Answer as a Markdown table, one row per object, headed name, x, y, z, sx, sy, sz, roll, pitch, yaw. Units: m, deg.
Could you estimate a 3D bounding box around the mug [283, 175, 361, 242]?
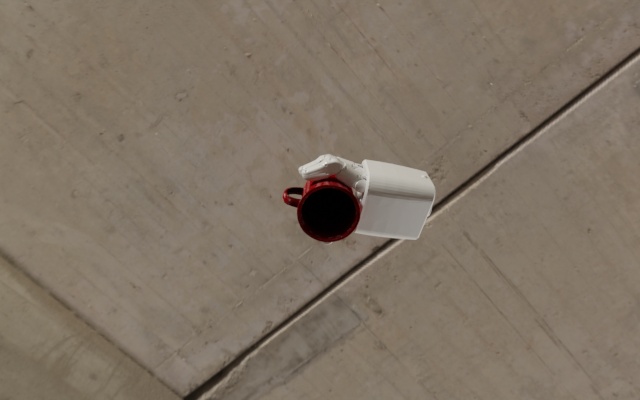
| name | x | y | z | sx | sy | sz | roll | pitch | yaw |
| --- | --- | --- | --- | --- | --- | --- | --- | --- | --- |
| mug | -0.001 | 0.002 | 0.730 | 0.117 | 0.093 | 0.081 | 10 | 23 | -4 |
